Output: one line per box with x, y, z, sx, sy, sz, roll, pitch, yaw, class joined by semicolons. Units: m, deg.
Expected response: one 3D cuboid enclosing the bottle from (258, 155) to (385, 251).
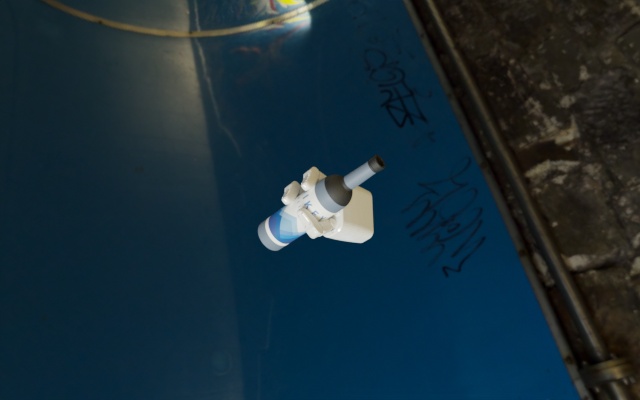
0.000;0.003;0.896;0.296;0.069;0.069;-34;-20;33;bottle
